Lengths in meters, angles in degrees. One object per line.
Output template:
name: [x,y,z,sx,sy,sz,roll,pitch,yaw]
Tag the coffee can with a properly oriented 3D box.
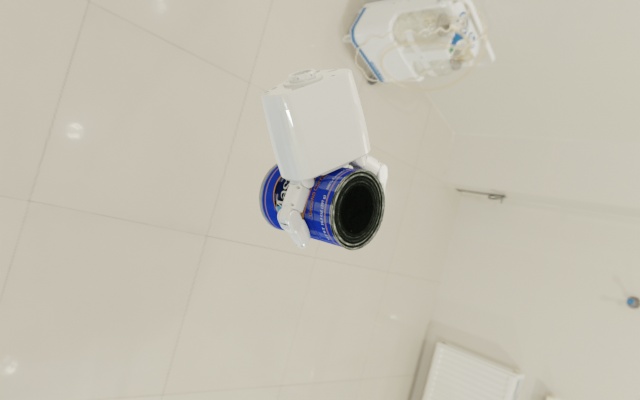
coffee can: [0.000,0.002,0.642,0.103,0.103,0.140,0,8,-45]
